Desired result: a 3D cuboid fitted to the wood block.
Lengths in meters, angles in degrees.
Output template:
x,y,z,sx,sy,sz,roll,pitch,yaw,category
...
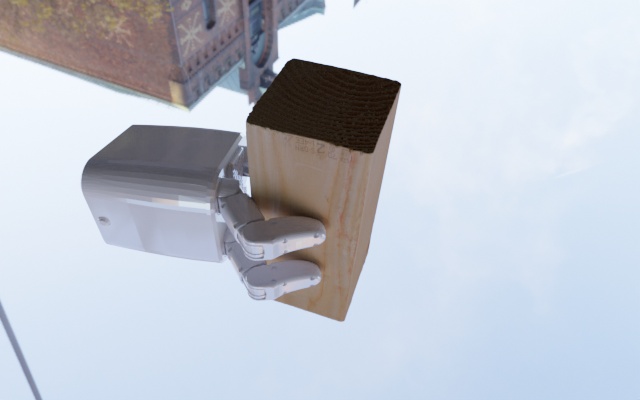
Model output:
x,y,z,sx,sy,sz,roll,pitch,yaw,category
0.000,0.001,0.403,0.090,0.090,0.206,15,-42,10,wood block
